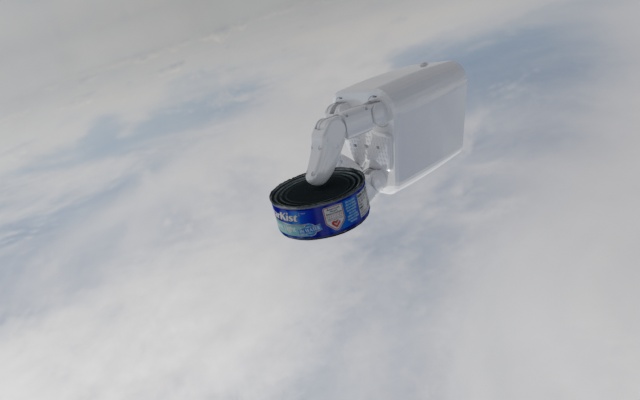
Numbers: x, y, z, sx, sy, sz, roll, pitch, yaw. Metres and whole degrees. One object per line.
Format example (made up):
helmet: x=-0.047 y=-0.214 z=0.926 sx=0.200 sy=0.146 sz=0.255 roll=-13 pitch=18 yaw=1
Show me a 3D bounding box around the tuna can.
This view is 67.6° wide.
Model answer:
tuna can: x=0.000 y=0.002 z=0.423 sx=0.086 sy=0.034 sz=0.086 roll=-11 pitch=22 yaw=5
